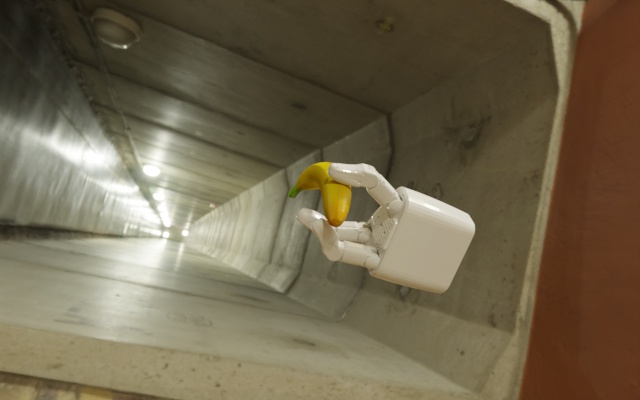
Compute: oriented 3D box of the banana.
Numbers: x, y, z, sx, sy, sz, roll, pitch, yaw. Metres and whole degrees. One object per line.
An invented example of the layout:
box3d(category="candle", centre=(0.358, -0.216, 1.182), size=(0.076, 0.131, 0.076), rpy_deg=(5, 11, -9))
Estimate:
box3d(category="banana", centre=(0.006, -0.016, 0.623), size=(0.037, 0.069, 0.197), rpy_deg=(22, 3, -19))
